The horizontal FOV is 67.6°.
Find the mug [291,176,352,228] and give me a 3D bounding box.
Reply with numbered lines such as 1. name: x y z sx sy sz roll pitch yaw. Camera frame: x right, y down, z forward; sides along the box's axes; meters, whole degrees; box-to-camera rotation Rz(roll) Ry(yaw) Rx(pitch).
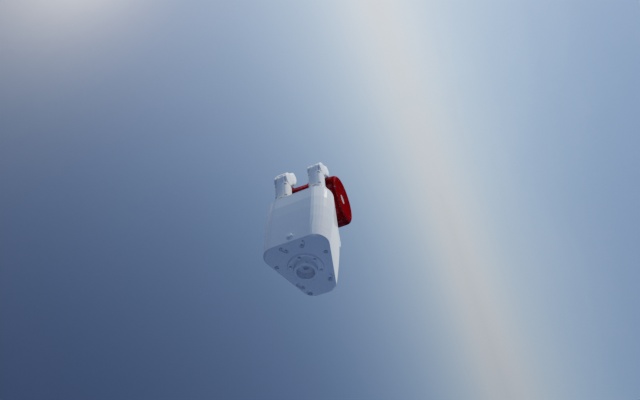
1. mug: 0.000 0.002 0.776 0.081 0.093 0.117 -18 36 15
